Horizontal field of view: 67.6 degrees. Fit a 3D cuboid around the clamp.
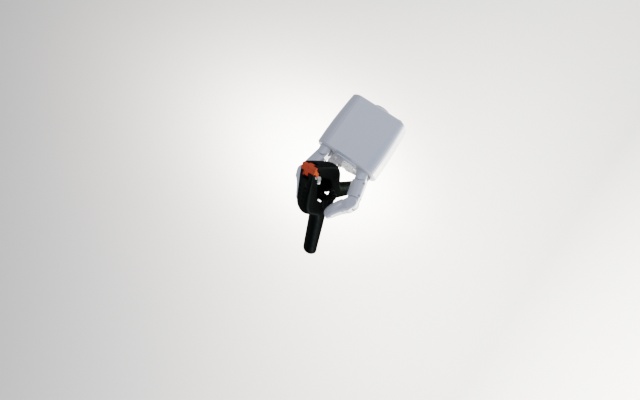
[{"bbox_3d":[0.001,0.003,0.806,0.036,0.164,0.210,31,-8,25],"label":"clamp"}]
